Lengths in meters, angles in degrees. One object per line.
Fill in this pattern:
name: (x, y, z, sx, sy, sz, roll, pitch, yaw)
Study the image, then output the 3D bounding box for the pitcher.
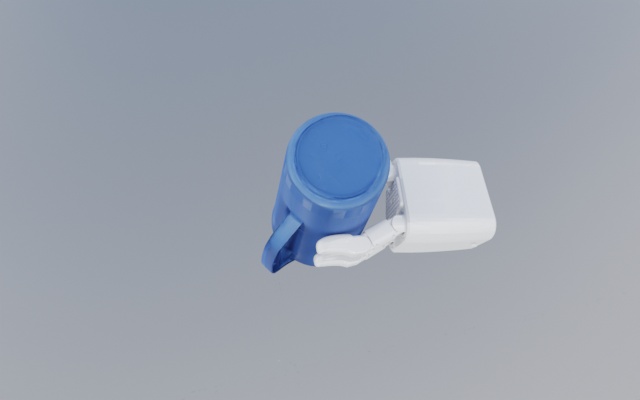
pitcher: (0.000, 0.002, 0.586, 0.145, 0.149, 0.243, 1, -18, -6)
